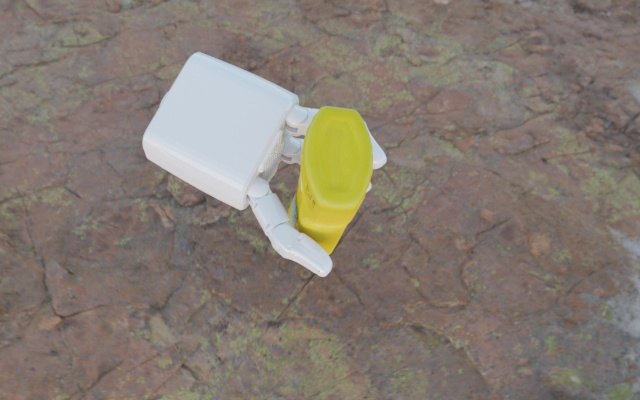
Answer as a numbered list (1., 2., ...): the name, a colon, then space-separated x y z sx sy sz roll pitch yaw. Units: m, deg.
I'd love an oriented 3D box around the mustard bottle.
1. mustard bottle: 0.000 0.001 0.460 0.058 0.096 0.192 4 -25 -8
